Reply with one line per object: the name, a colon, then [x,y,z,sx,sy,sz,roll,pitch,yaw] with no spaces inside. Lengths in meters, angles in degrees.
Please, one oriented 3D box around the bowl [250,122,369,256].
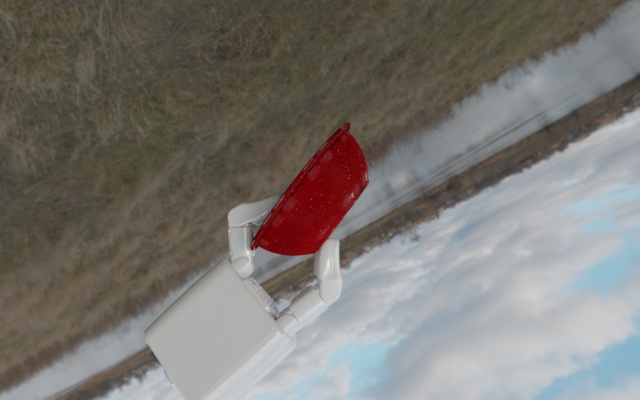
bowl: [0.001,0.001,0.483,0.055,0.162,0.162,37,2,2]
